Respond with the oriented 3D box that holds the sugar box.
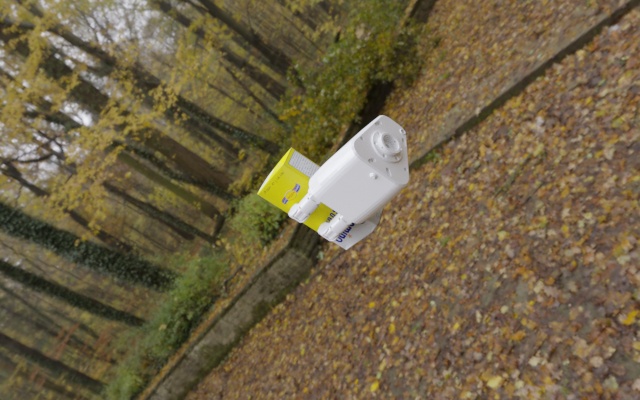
[{"bbox_3d":[0.000,0.003,0.745,0.176,0.048,0.093,34,-43,-12],"label":"sugar box"}]
